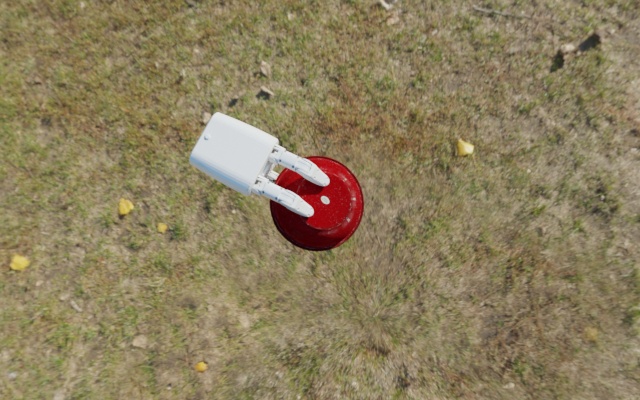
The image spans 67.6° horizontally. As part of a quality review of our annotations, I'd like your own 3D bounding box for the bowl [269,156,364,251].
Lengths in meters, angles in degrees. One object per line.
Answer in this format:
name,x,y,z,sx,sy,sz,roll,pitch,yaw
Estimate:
bowl,0.001,0.003,0.776,0.162,0.162,0.055,0,-5,-11
